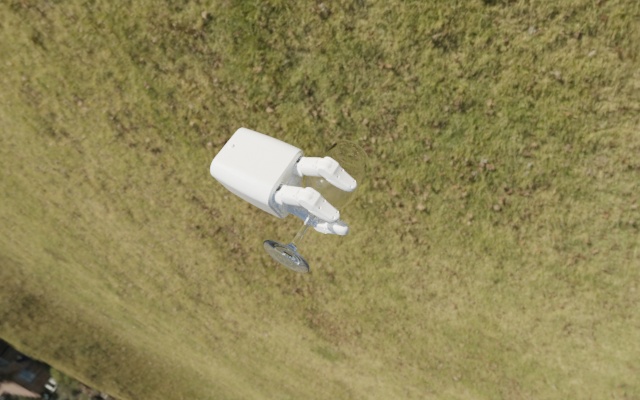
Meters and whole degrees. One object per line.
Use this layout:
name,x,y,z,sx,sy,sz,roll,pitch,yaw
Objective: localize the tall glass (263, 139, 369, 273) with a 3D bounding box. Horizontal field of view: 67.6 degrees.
tall glass,0.000,0.003,0.696,0.079,0.201,0.079,25,-27,14
